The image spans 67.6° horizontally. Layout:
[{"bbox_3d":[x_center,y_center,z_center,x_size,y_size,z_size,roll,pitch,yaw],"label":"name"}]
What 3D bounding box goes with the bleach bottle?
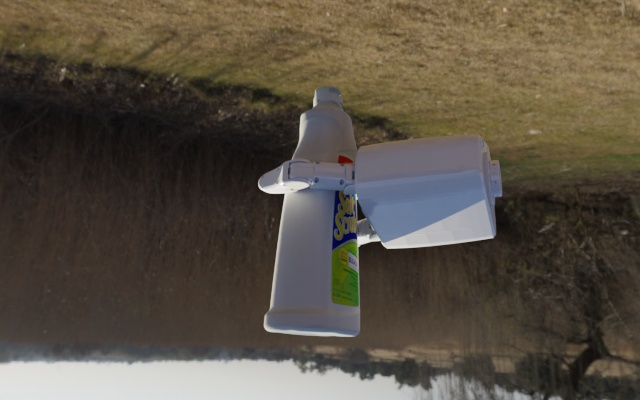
[{"bbox_3d":[0.000,0.002,0.468,0.068,0.250,0.102,-6,-19,25],"label":"bleach bottle"}]
